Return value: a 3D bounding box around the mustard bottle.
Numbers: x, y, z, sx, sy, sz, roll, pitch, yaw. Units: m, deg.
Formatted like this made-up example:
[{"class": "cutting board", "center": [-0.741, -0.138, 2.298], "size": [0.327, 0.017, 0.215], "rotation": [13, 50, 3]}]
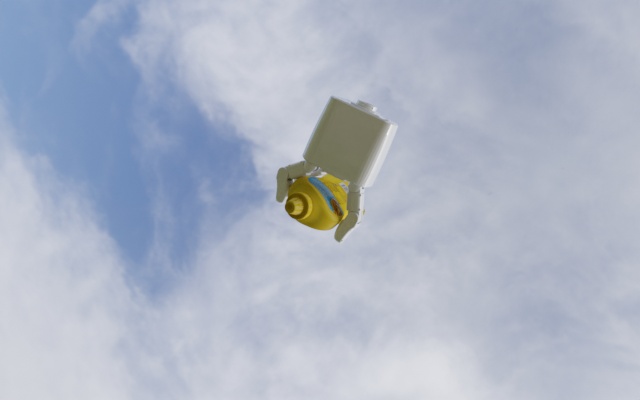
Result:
[{"class": "mustard bottle", "center": [0.000, 0.003, 0.769], "size": [0.058, 0.096, 0.191], "rotation": [-42, -14, 24]}]
